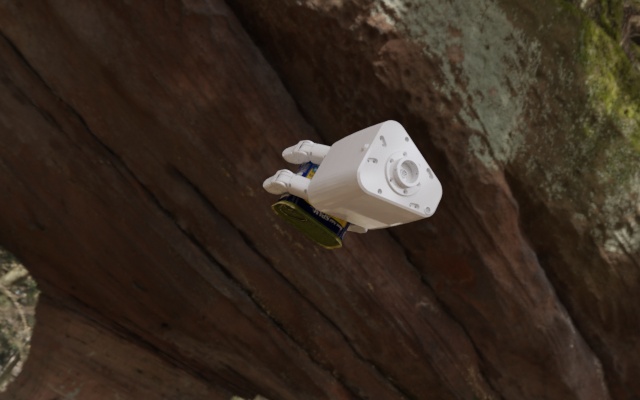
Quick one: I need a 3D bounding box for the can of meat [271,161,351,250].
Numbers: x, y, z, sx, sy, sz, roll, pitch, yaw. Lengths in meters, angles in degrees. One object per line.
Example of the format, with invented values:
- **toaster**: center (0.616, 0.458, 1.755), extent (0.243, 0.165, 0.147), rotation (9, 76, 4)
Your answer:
- **can of meat**: center (0.000, 0.002, 0.637), extent (0.102, 0.084, 0.057), rotation (37, -24, -15)
